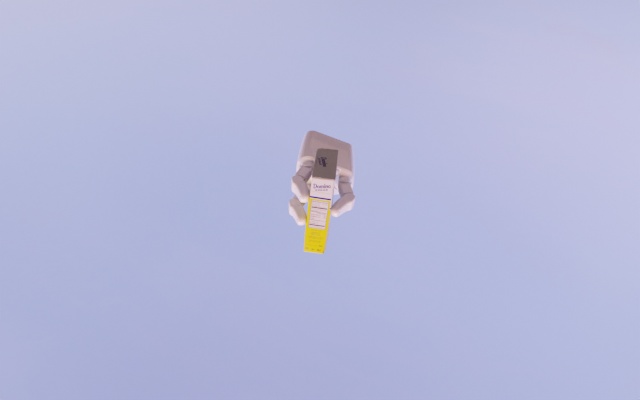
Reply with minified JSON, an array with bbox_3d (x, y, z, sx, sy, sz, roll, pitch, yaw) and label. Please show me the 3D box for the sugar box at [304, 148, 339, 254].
[{"bbox_3d":[0.000,0.003,0.864,0.048,0.176,0.093,6,39,2],"label":"sugar box"}]
